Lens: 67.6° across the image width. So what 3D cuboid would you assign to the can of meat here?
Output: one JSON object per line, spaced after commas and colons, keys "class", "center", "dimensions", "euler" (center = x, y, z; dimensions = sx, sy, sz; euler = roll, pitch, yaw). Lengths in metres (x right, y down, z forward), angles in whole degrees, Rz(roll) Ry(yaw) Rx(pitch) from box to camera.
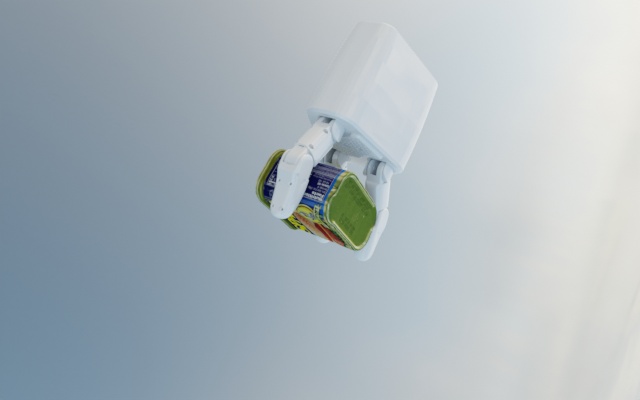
{"class": "can of meat", "center": [0.000, 0.002, 0.467], "dimensions": [0.084, 0.057, 0.102], "euler": [18, -18, 33]}
